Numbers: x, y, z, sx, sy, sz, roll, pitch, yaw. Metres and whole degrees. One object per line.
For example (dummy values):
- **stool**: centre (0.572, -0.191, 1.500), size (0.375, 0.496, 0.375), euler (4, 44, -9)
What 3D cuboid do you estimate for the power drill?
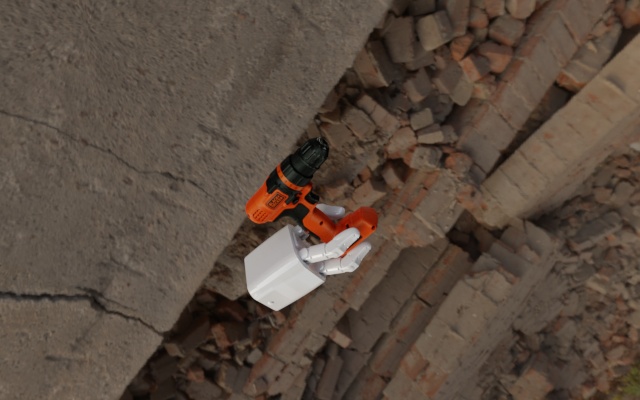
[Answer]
- **power drill**: centre (0.000, 0.003, 0.764), size (0.188, 0.057, 0.184), euler (33, -56, -22)
